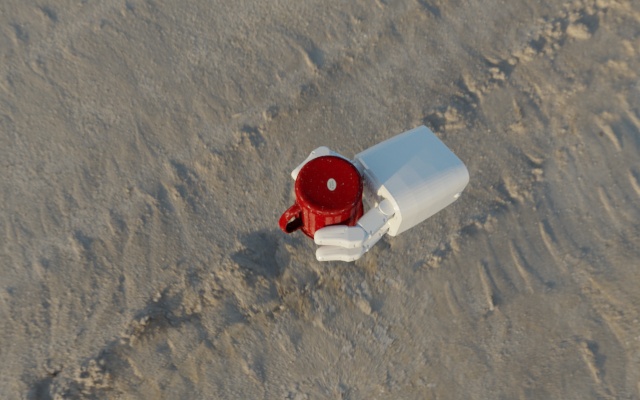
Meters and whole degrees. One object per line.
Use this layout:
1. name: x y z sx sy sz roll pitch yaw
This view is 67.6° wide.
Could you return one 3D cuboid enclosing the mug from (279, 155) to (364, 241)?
1. mug: -0.001 0.002 0.591 0.117 0.093 0.081 -28 -21 -11
